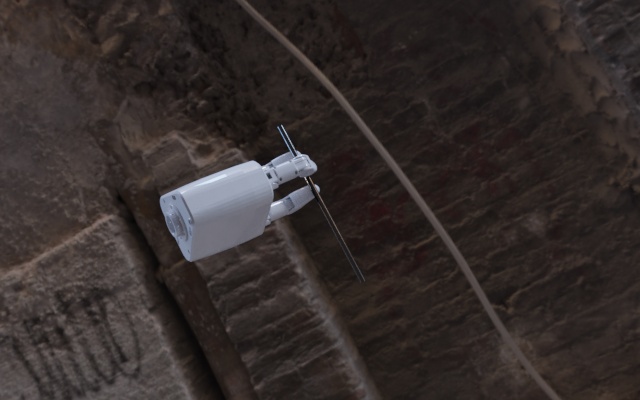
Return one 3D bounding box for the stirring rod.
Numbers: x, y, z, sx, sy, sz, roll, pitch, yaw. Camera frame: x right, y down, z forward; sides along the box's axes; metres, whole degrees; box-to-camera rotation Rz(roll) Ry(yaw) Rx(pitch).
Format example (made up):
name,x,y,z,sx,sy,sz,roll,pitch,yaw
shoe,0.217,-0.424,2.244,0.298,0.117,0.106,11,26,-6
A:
name,x,y,z,sx,sy,sz,roll,pitch,yaw
stirring rod,0.000,0.002,0.647,0.011,0.239,0.011,-28,-8,-4
